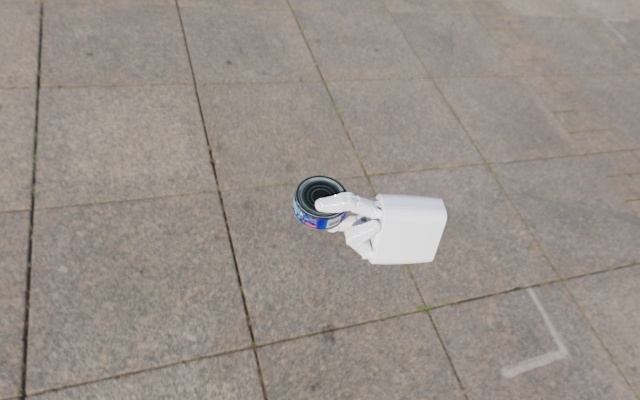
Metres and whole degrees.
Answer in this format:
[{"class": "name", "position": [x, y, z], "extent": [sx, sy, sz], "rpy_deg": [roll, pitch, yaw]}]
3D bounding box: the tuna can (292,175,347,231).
[{"class": "tuna can", "position": [0.000, 0.002, 0.743], "extent": [0.086, 0.086, 0.034], "rpy_deg": [0, -37, -9]}]
